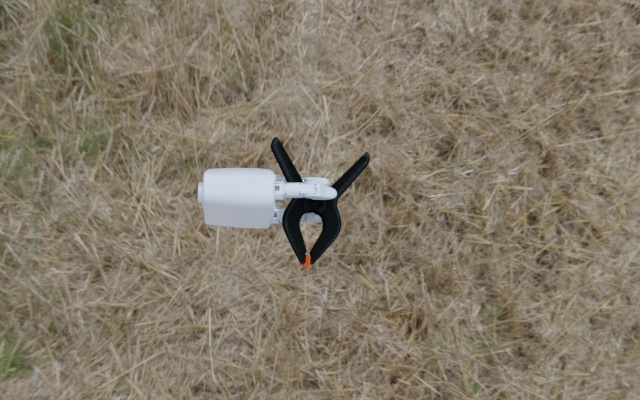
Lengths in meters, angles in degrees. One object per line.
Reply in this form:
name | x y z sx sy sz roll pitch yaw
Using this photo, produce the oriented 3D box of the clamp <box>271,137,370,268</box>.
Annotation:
clamp | 0.000 0.003 0.769 0.164 0.210 0.036 1 -10 -7
